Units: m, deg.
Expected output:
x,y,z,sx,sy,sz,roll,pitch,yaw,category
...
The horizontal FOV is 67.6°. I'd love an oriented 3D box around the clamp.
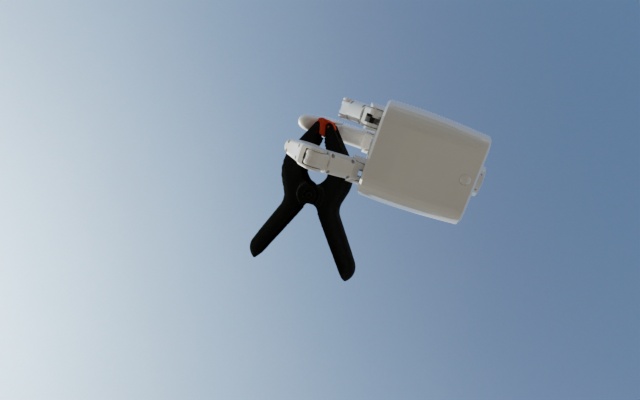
x,y,z,sx,sy,sz,roll,pitch,yaw,category
0.000,0.001,0.514,0.120,0.171,0.039,20,11,7,clamp
